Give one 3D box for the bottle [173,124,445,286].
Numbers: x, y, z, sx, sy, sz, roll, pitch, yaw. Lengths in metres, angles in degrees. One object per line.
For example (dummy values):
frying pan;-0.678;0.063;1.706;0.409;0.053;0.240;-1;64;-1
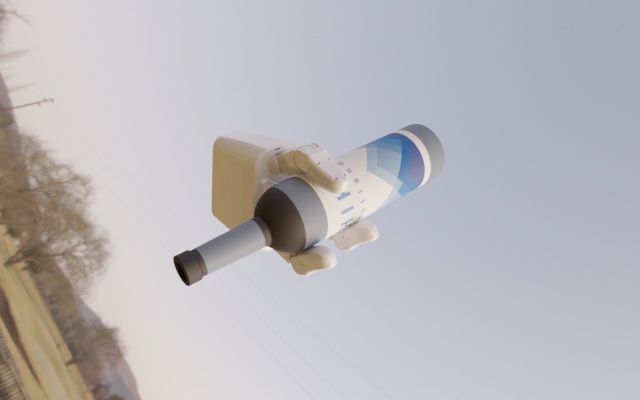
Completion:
bottle;0.000;0.001;0.461;0.295;0.069;0.069;-26;14;-31
